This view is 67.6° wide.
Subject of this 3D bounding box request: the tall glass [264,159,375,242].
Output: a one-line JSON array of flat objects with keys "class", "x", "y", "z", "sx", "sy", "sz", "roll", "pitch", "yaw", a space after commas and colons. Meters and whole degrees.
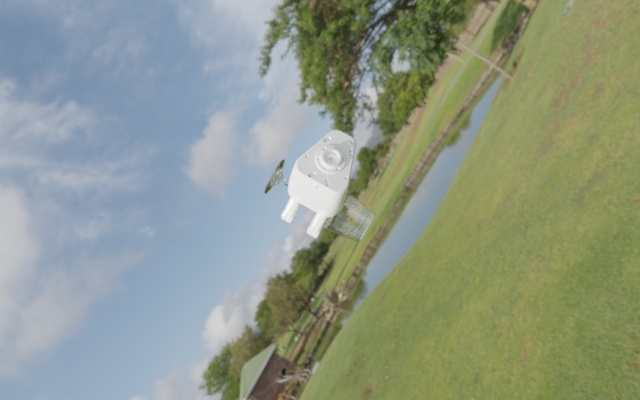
[{"class": "tall glass", "x": 0.000, "y": 0.003, "z": 0.893, "sx": 0.201, "sy": 0.079, "sz": 0.079, "roll": 29, "pitch": 2, "yaw": 3}]
